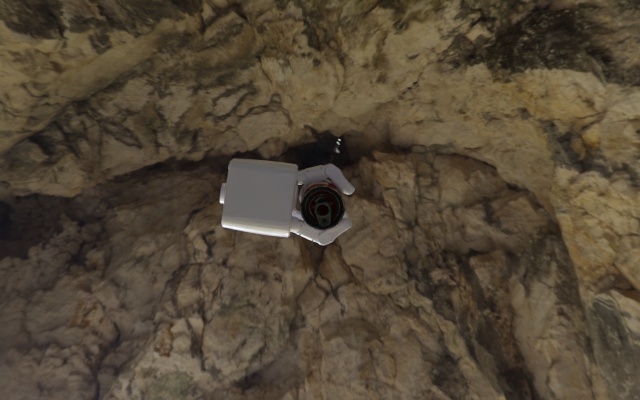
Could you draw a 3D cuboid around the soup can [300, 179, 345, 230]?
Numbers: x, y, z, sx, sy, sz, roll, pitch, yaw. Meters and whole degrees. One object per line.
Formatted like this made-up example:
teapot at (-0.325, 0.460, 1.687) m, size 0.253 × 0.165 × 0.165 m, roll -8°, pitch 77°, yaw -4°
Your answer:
soup can at (0.001, 0.002, 0.759) m, size 0.068 × 0.068 × 0.102 m, roll 0°, pitch 10°, yaw -3°
